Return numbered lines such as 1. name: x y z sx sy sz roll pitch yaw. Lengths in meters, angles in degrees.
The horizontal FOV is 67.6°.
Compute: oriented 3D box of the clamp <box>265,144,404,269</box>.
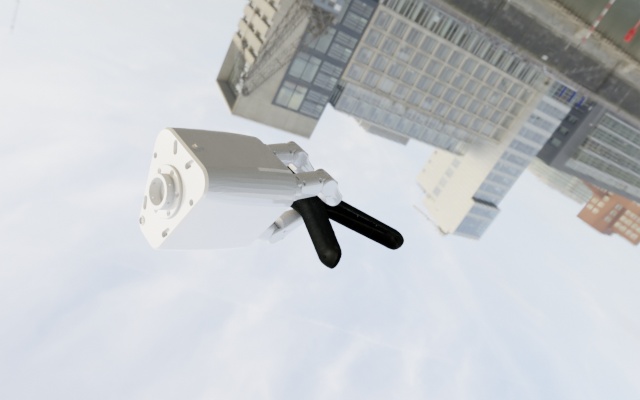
1. clamp: -0.001 0.002 0.581 0.164 0.036 0.210 4 34 -51
